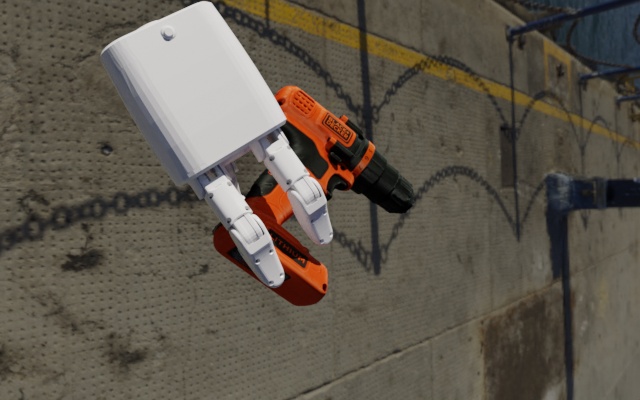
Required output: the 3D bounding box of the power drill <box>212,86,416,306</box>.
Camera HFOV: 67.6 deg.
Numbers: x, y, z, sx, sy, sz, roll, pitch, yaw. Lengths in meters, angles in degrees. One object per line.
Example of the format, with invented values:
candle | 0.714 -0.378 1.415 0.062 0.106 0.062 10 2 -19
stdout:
power drill | 0.000 0.002 0.452 0.184 0.187 0.057 36 -38 -13
